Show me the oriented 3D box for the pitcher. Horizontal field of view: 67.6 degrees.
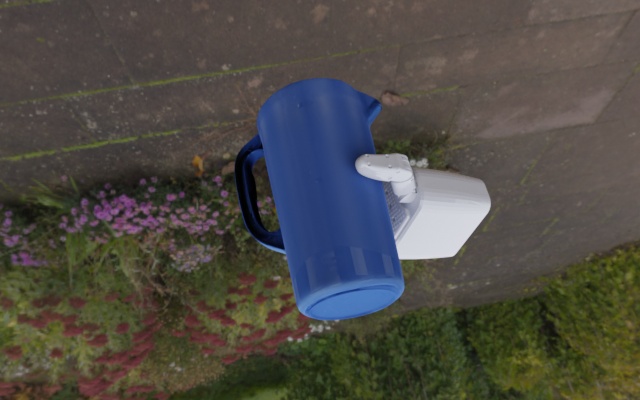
[{"bbox_3d":[0.000,0.002,0.523,0.145,0.242,0.149,5,-33,-27],"label":"pitcher"}]
